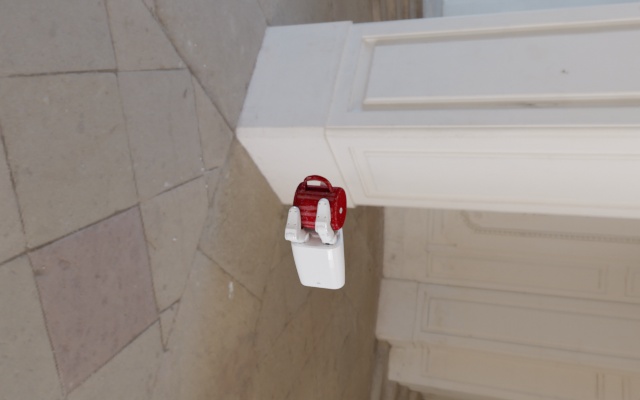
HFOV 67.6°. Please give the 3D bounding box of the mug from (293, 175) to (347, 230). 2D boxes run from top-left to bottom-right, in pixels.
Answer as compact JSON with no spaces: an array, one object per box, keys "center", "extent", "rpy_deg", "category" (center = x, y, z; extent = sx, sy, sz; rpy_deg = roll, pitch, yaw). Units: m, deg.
[{"center":[0.000,0.002,0.891],"extent":[0.081,0.117,0.093],"rpy_deg":[4,35,18],"category":"mug"}]
